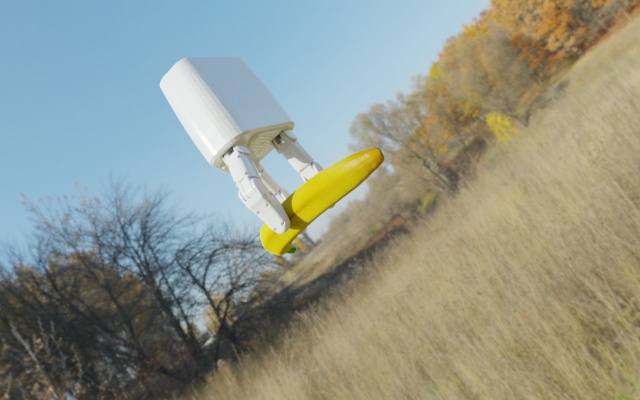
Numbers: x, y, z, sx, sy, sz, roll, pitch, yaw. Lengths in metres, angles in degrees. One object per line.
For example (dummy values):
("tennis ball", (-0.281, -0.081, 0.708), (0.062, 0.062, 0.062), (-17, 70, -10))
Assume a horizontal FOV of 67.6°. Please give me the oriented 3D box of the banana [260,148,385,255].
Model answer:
("banana", (-0.014, 0.009, 0.494), (0.069, 0.037, 0.198), (-23, -16, -44))
